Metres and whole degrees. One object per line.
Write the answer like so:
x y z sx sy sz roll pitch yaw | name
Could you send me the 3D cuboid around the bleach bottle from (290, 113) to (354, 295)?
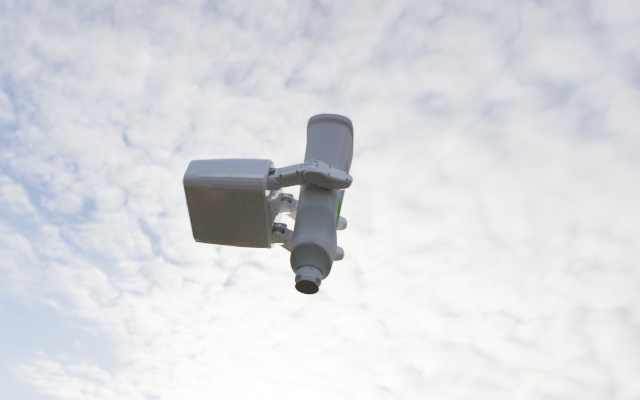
0.000 0.002 0.610 0.068 0.250 0.103 3 -44 7 | bleach bottle
